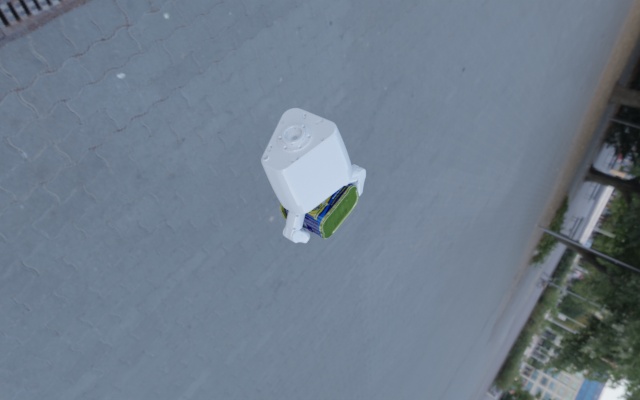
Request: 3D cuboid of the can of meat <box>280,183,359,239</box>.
[{"bbox_3d":[0.000,0.003,0.765,0.084,0.102,0.057,27,-25,29],"label":"can of meat"}]
